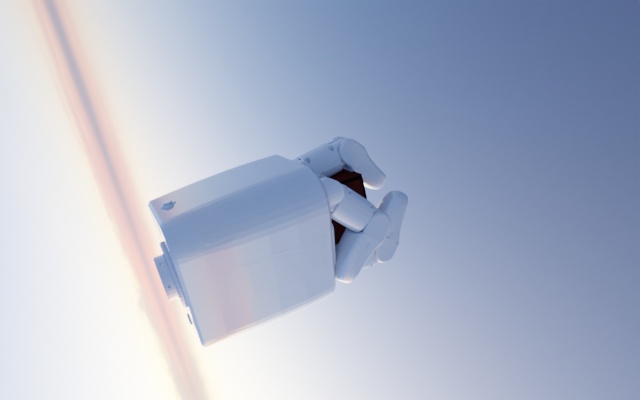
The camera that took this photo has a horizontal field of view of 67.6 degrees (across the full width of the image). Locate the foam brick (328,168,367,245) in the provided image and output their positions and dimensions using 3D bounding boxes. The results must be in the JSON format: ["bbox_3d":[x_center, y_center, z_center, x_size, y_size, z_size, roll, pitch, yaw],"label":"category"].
[{"bbox_3d":[0.000,0.001,0.412,0.051,0.053,0.078,-21,21,-21],"label":"foam brick"}]
